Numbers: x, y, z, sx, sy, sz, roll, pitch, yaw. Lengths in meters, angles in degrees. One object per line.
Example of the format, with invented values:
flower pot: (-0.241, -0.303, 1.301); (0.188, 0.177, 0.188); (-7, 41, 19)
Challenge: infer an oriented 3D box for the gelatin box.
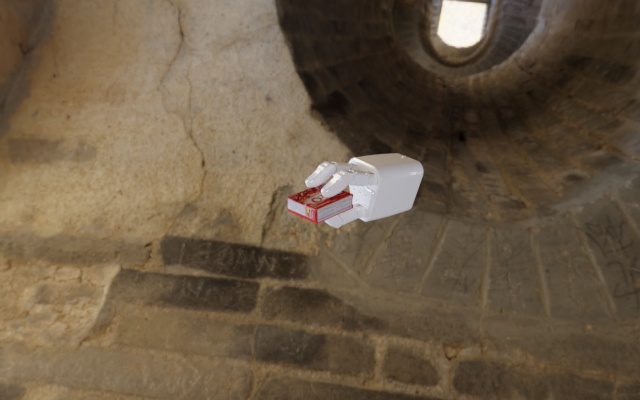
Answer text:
gelatin box: (0.000, 0.003, 0.806); (0.089, 0.030, 0.073); (-23, 31, -38)
